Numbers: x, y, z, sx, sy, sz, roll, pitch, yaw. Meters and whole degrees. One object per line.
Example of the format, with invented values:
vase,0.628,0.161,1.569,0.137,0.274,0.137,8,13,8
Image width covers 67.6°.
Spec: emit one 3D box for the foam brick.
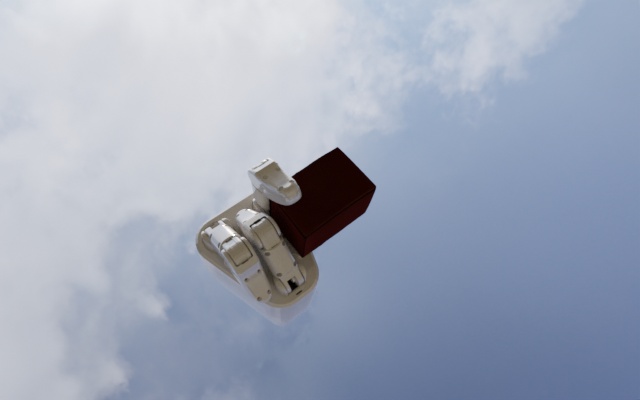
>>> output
foam brick,0.000,0.001,0.420,0.078,0.053,0.051,-34,-19,-18
